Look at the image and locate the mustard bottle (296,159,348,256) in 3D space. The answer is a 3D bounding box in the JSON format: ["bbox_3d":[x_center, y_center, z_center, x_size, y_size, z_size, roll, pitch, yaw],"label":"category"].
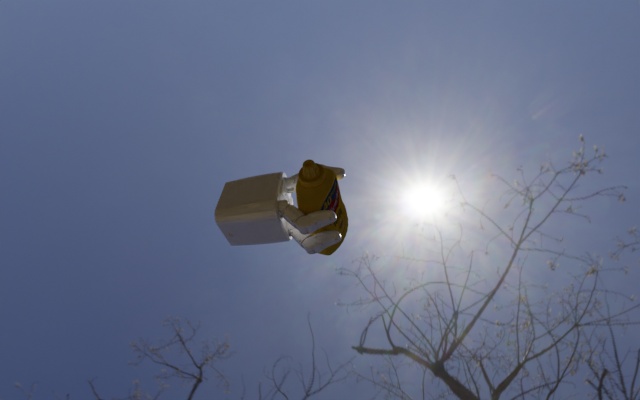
[{"bbox_3d":[0.001,0.003,0.778,0.058,0.096,0.192,13,-33,23],"label":"mustard bottle"}]
